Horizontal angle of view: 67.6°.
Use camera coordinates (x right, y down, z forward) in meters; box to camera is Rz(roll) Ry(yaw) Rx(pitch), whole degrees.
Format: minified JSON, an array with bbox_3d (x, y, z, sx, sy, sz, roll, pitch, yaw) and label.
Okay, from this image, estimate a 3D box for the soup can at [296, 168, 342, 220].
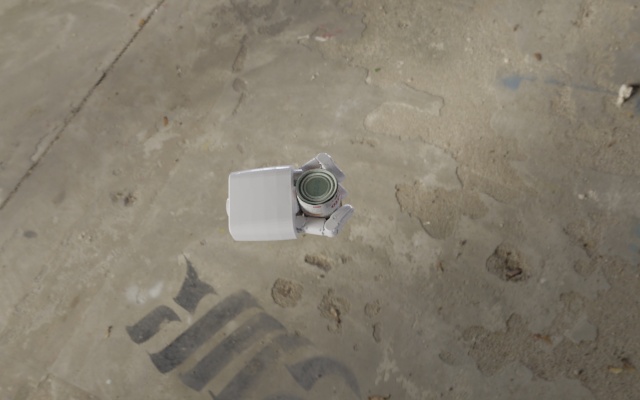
[{"bbox_3d":[0.001,0.002,0.773,0.068,0.068,0.102,0,-31,8],"label":"soup can"}]
